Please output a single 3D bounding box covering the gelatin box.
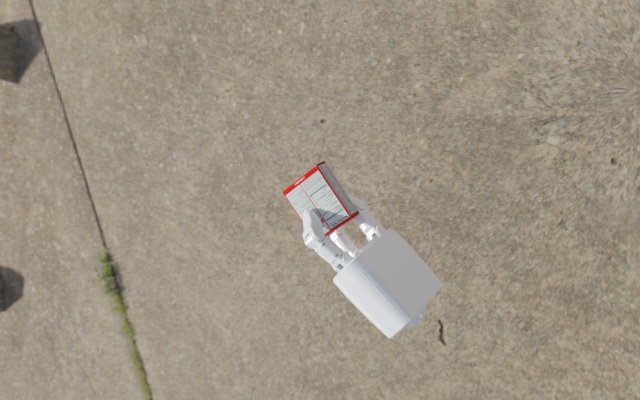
[{"bbox_3d":[0.000,0.002,0.668,0.073,0.089,0.030,-36,-3,33],"label":"gelatin box"}]
